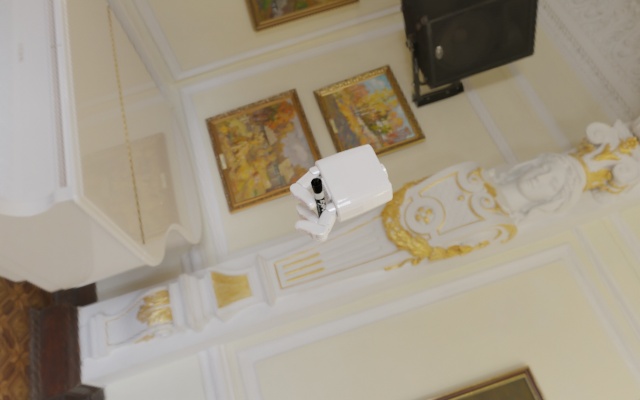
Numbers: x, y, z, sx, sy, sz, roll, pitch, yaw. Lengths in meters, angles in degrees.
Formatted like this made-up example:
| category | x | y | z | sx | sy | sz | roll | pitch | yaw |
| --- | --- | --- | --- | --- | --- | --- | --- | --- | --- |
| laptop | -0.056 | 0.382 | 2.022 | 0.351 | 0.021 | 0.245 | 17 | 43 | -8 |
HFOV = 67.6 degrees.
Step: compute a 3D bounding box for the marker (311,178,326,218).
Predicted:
| category | x | y | z | sx | sy | sz | roll | pitch | yaw |
| --- | --- | --- | --- | --- | --- | --- | --- | --- | --- |
| marker | 0.000 | 0.003 | 0.818 | 0.020 | 0.020 | 0.121 | 0 | -37 | 9 |
